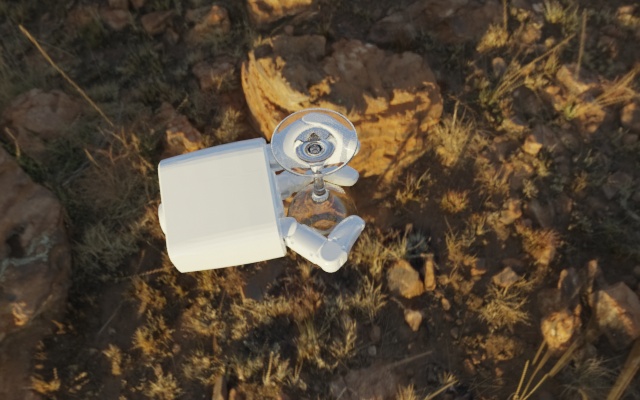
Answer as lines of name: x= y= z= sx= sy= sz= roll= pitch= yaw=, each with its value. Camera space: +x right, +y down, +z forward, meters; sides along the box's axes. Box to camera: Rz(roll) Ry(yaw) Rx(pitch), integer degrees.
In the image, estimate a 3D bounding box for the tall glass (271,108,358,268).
tall glass: x=0.000 y=0.001 z=0.488 sx=0.079 sy=0.079 sz=0.201 roll=0 pitch=-32 yaw=4
